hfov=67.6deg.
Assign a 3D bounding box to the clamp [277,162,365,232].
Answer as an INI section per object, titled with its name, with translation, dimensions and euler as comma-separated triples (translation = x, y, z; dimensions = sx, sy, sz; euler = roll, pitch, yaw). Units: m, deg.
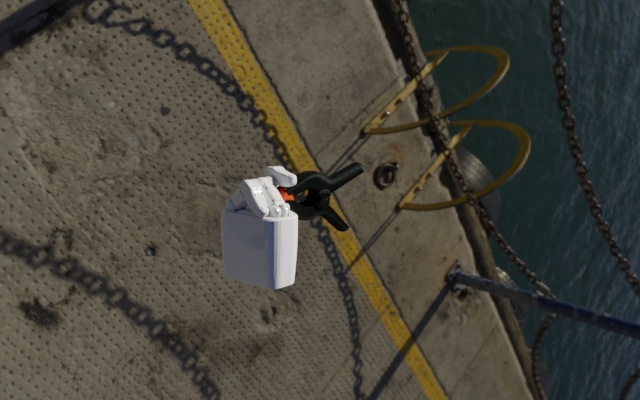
[clamp]
translation = 0.000, 0.003, 0.762
dimensions = 0.171, 0.120, 0.039
euler = -8, 18, -38
